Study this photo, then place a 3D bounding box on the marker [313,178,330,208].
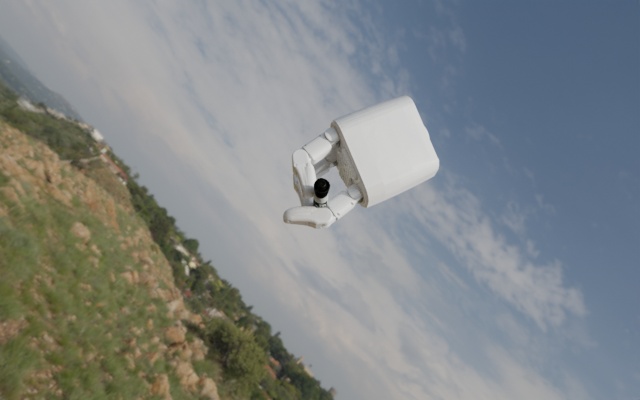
[{"bbox_3d":[0.000,0.002,0.587,0.020,0.020,0.121,0,-20,-2],"label":"marker"}]
